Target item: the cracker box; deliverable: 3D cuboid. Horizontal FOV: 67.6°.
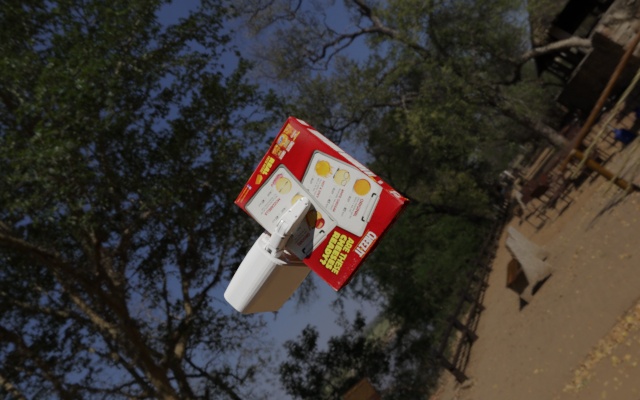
[{"bbox_3d":[0.000,0.002,0.723,0.213,0.164,0.072,39,15,14],"label":"cracker box"}]
